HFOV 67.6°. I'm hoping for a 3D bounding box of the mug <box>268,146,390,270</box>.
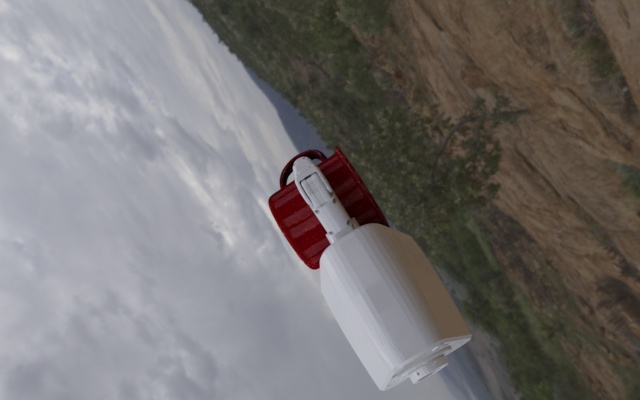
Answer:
[{"bbox_3d":[-0.001,0.000,0.447,0.081,0.117,0.093,-33,-28,2],"label":"mug"}]
